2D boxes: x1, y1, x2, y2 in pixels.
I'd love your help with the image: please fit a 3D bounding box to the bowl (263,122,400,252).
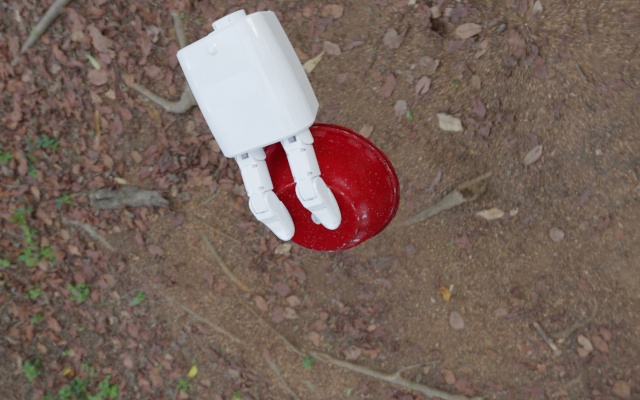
[{"bbox_3d":[0.001,0.003,0.504,0.162,0.162,0.055,0,37,18],"label":"bowl"}]
